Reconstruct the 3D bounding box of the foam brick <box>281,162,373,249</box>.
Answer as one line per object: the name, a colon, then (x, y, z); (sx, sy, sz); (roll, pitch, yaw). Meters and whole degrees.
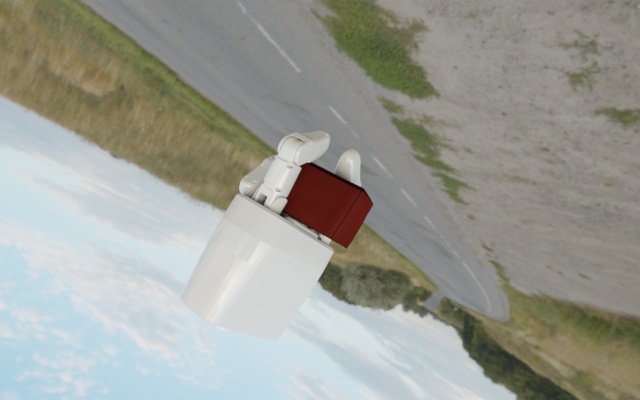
foam brick: (0.000, 0.001, 0.437); (0.078, 0.051, 0.053); (28, -6, 24)
